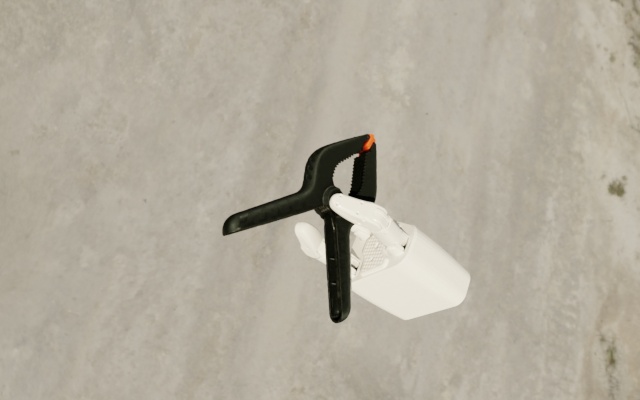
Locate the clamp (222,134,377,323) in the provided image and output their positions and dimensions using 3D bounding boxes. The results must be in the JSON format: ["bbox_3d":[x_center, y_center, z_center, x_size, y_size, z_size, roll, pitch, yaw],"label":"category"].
[{"bbox_3d":[0.001,0.001,0.513,0.164,0.210,0.036,36,-27,-24],"label":"clamp"}]
